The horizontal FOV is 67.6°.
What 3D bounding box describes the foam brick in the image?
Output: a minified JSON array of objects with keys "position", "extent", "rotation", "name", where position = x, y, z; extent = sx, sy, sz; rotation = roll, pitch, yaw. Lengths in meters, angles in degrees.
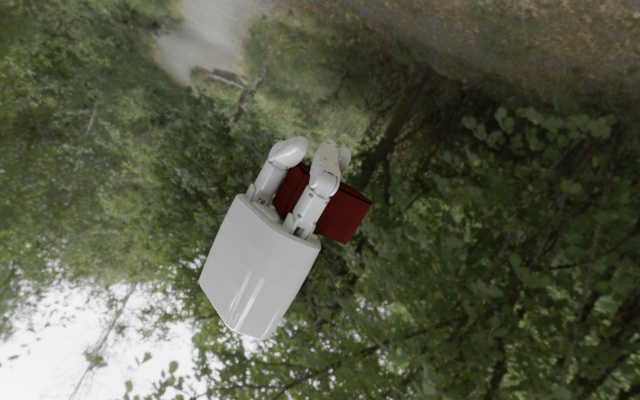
[{"position":[0.000,0.002,0.481],"extent":[0.078,0.051,0.053],"rotation":[24,9,-21],"name":"foam brick"}]
